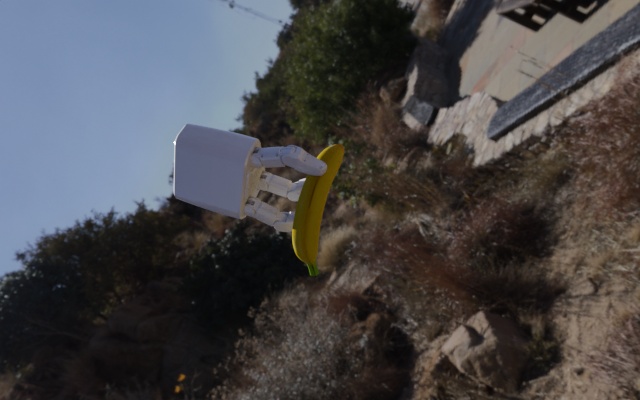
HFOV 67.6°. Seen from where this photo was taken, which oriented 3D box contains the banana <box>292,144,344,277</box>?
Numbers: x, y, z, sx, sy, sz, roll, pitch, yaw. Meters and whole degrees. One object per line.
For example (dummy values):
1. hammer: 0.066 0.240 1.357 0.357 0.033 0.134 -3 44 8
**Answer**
1. banana: -0.005 -0.002 0.649 0.037 0.197 0.070 8 -19 17
